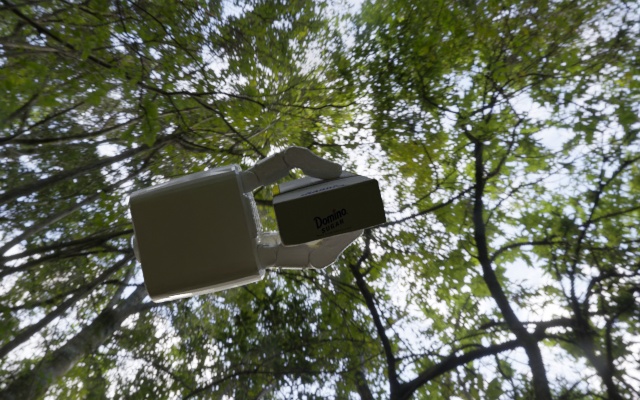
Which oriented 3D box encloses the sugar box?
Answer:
[{"bbox_3d":[0.000,0.002,0.482,0.093,0.048,0.176,-14,10,-3],"label":"sugar box"}]
